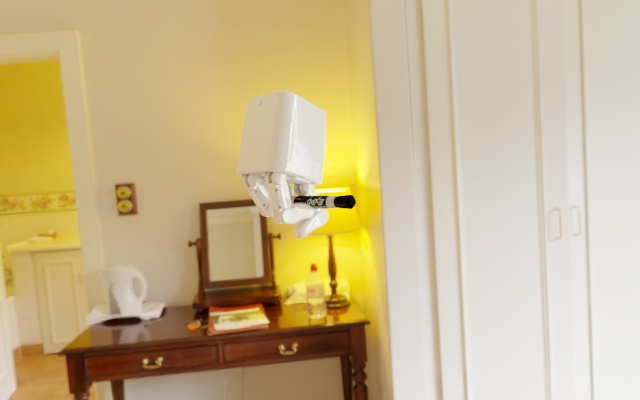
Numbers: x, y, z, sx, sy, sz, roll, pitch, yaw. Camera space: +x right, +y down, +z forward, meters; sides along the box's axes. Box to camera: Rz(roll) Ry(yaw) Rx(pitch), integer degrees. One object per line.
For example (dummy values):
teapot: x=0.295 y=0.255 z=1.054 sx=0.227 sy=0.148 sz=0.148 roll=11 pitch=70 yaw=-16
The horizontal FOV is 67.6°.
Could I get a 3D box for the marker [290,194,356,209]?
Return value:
marker: x=0.000 y=0.002 z=0.637 sx=0.020 sy=0.020 sz=0.121 roll=0 pitch=-1 yaw=-43
